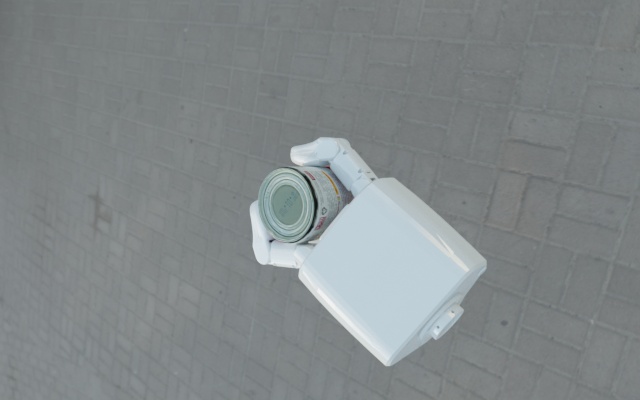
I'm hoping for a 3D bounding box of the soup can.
[{"bbox_3d":[0.000,0.001,0.448,0.068,0.068,0.102,0,3,38],"label":"soup can"}]
